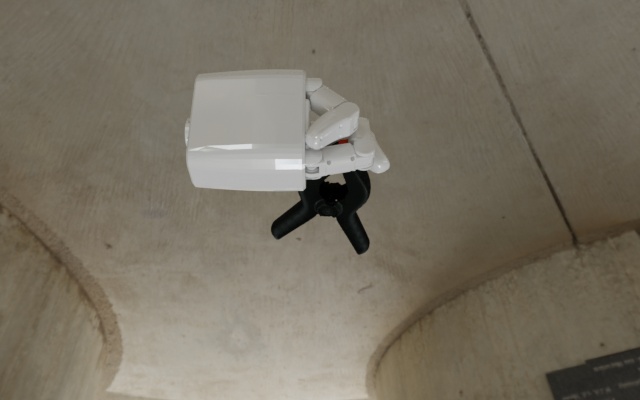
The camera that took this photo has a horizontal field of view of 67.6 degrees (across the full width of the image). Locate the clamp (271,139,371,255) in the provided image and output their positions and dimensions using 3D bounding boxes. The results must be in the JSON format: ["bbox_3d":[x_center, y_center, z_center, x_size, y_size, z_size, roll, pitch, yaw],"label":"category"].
[{"bbox_3d":[0.000,0.002,0.530,0.120,0.039,0.172,1,-43,0],"label":"clamp"}]
